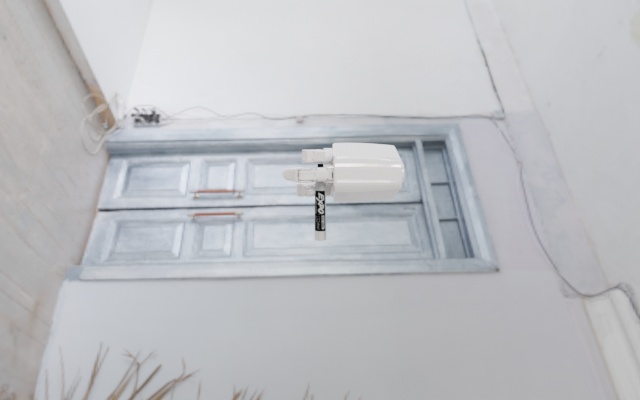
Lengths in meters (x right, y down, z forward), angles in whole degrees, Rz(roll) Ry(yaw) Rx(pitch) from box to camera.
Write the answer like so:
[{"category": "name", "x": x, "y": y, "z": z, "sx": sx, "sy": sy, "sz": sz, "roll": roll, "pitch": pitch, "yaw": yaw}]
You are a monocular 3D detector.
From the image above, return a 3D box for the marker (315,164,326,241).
[{"category": "marker", "x": 0.000, "y": 0.002, "z": 0.754, "sx": 0.020, "sy": 0.121, "sz": 0.020, "roll": 0, "pitch": 6, "yaw": 0}]
